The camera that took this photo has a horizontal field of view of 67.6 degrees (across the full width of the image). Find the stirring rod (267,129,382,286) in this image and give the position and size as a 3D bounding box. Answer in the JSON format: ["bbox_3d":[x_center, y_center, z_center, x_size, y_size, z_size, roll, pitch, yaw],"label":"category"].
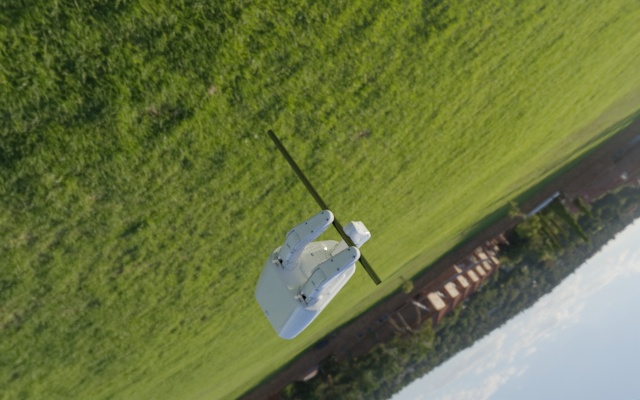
[{"bbox_3d":[0.000,0.002,0.579,0.011,0.239,0.011,-31,-21,-13],"label":"stirring rod"}]
